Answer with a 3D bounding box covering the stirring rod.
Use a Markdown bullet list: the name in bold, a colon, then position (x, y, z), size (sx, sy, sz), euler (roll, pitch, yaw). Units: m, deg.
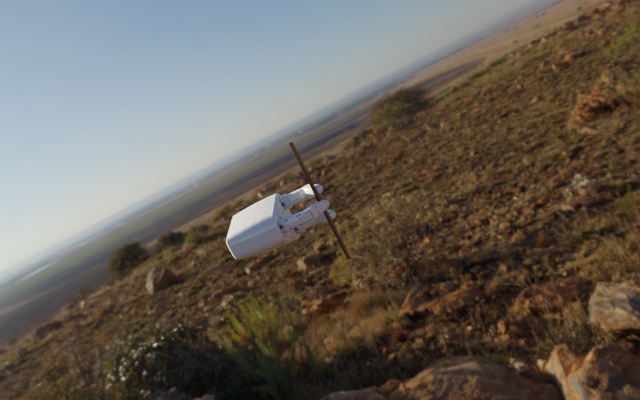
- **stirring rod**: position (0.000, 0.003, 0.871), size (0.011, 0.239, 0.011), euler (-26, 10, 5)
